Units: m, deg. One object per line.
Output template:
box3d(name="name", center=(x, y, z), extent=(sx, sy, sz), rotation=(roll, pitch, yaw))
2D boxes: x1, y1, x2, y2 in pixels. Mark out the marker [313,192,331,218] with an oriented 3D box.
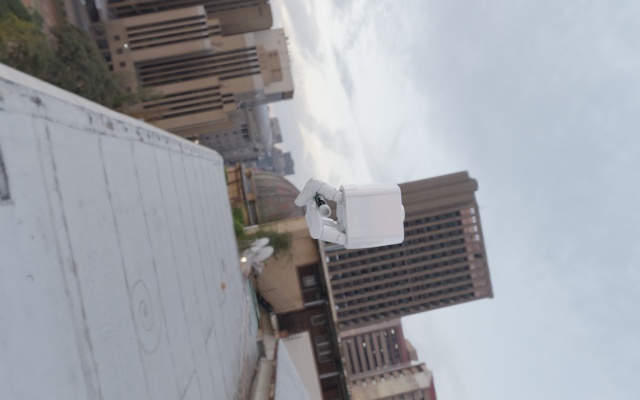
box3d(name="marker", center=(0.000, 0.003, 0.838), extent=(0.020, 0.020, 0.121), rotation=(0, 16, -8))
